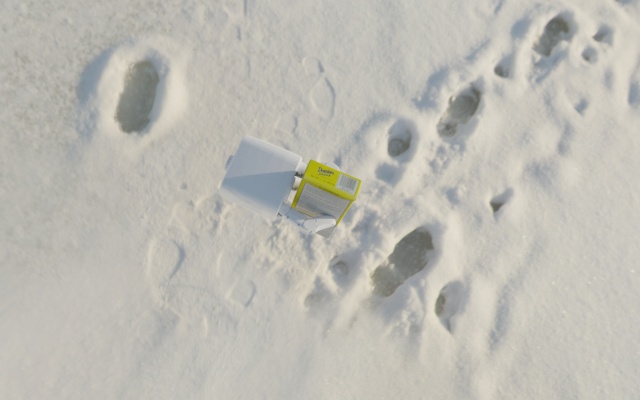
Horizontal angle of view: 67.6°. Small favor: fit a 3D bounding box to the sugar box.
[{"bbox_3d":[0.000,0.002,0.830,0.093,0.048,0.176,23,-26,-4],"label":"sugar box"}]
